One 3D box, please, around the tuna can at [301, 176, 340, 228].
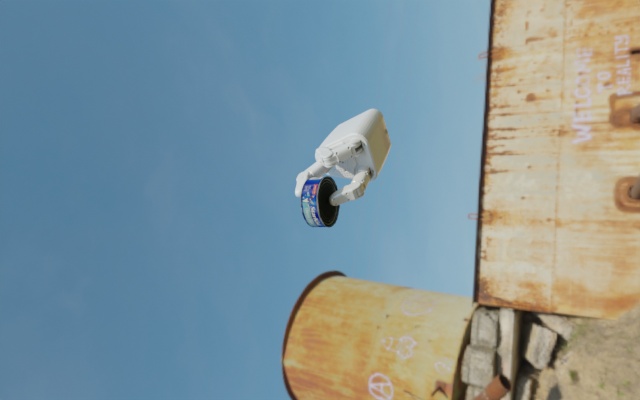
[{"bbox_3d":[0.000,0.003,0.800,0.034,0.086,0.086,-2,-1,26],"label":"tuna can"}]
